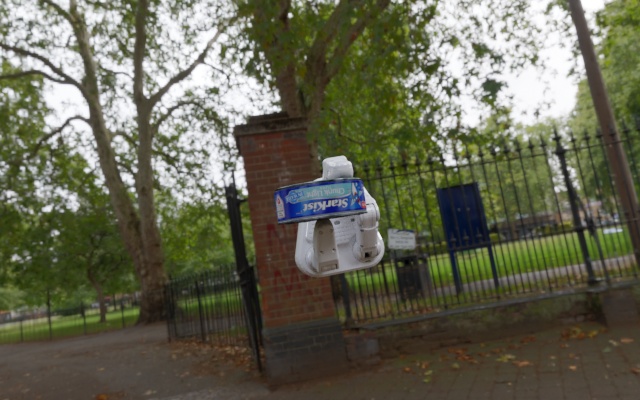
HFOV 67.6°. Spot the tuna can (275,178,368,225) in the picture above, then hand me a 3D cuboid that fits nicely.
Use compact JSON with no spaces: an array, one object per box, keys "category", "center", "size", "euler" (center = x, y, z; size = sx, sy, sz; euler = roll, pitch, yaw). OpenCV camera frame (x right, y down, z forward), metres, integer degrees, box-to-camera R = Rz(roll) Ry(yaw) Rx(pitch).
[{"category":"tuna can","center":[0.000,0.001,0.453],"size":[0.086,0.034,0.086],"euler":[-8,-3,0]}]
